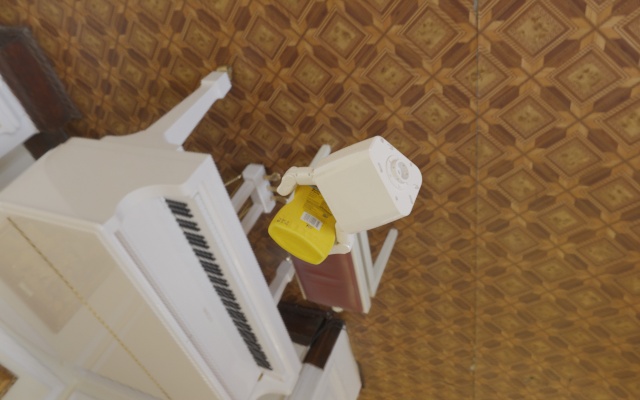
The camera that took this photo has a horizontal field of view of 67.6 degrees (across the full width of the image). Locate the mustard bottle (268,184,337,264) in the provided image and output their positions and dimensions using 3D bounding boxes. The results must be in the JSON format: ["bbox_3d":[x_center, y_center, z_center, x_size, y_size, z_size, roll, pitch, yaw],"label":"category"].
[{"bbox_3d":[0.000,0.003,0.758,0.096,0.191,0.058,33,-40,-3],"label":"mustard bottle"}]
